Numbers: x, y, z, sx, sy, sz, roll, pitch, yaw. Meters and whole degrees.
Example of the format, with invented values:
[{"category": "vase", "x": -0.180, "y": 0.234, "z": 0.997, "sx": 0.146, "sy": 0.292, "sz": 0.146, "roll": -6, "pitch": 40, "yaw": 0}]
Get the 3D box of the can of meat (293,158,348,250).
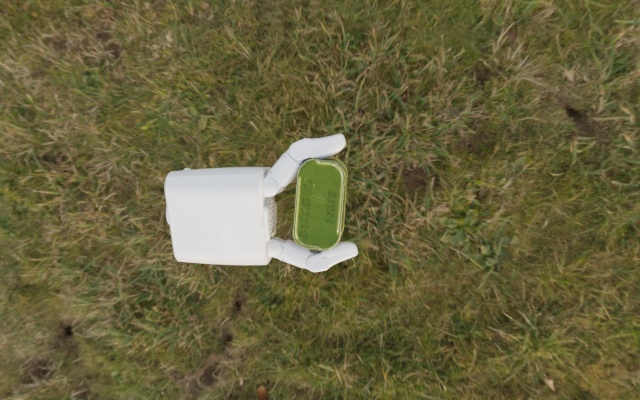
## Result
[{"category": "can of meat", "x": 0.000, "y": 0.002, "z": 0.540, "sx": 0.057, "sy": 0.102, "sz": 0.084, "roll": 4, "pitch": 5, "yaw": 3}]
